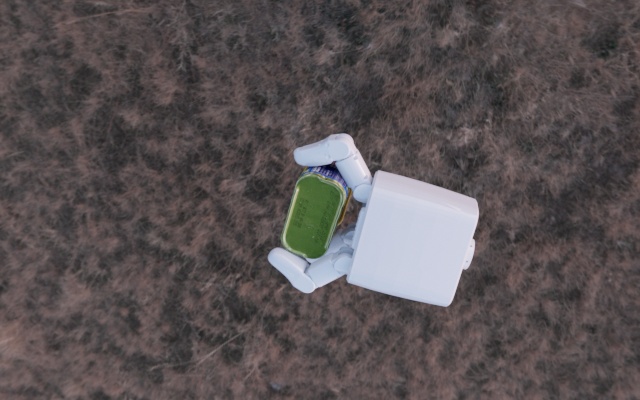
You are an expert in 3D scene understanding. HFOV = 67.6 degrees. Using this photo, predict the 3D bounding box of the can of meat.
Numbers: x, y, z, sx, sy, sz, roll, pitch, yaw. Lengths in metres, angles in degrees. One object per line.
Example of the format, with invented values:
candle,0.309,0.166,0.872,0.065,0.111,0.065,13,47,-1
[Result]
can of meat,0.000,0.002,0.516,0.057,0.102,0.084,19,28,4
